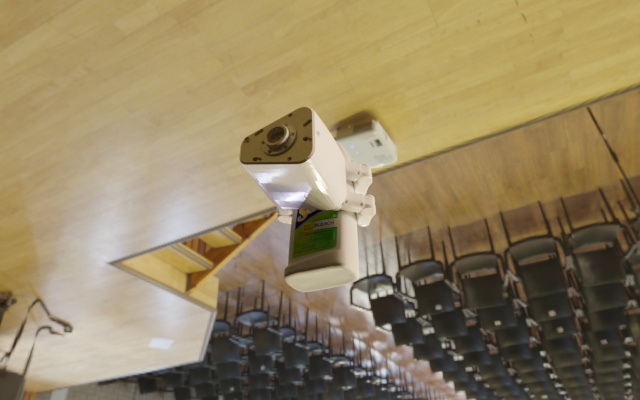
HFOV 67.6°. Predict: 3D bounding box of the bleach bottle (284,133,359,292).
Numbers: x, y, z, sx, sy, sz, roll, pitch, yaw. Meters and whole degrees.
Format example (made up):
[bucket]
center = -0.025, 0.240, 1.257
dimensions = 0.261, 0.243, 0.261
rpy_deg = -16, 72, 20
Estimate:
[bleach bottle]
center = 0.000, 0.002, 0.707
dimensions = 0.102, 0.250, 0.068
rpy_deg = -14, -36, 18
